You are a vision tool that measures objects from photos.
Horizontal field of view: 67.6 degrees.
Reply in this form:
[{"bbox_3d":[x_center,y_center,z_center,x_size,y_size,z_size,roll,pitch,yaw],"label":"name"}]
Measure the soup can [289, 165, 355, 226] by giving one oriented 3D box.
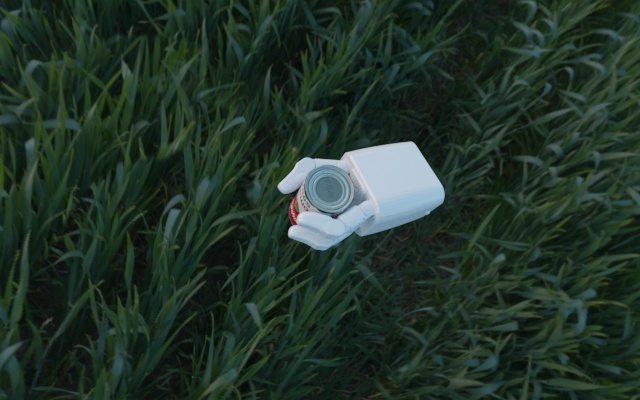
[{"bbox_3d":[0.000,0.002,0.641,0.068,0.068,0.102,0,-20,-15],"label":"soup can"}]
